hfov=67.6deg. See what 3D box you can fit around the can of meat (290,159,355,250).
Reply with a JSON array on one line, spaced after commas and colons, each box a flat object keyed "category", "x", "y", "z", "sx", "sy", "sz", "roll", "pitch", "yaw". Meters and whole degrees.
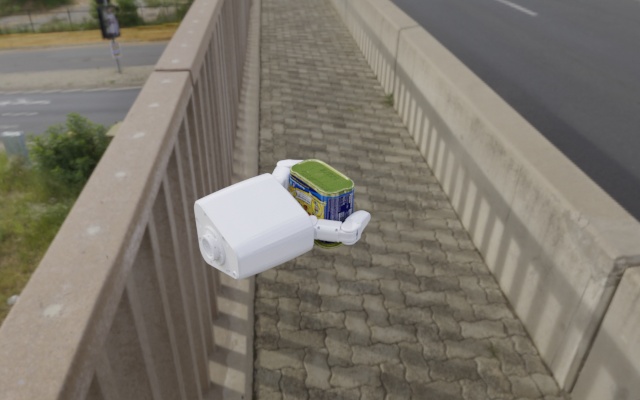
[{"category": "can of meat", "x": 0.000, "y": 0.002, "z": 0.639, "sx": 0.057, "sy": 0.084, "sz": 0.102, "roll": -21, "pitch": 38, "yaw": -31}]
